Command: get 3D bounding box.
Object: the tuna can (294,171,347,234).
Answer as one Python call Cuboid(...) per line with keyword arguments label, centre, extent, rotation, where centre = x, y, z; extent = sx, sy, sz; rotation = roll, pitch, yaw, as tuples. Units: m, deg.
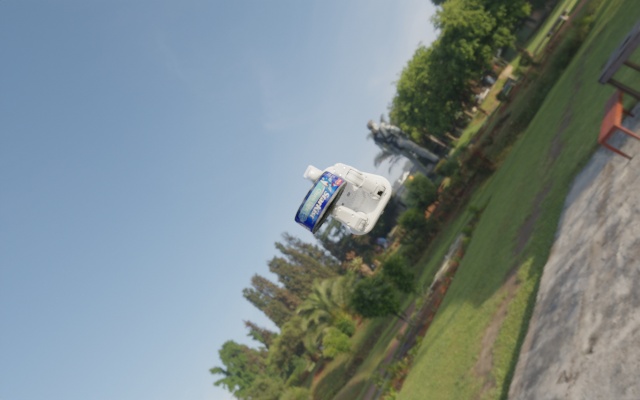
Cuboid(label="tuna can", centre=(0.000, 0.002, 0.661), extent=(0.034, 0.086, 0.086), rotation=(33, 4, 7))
